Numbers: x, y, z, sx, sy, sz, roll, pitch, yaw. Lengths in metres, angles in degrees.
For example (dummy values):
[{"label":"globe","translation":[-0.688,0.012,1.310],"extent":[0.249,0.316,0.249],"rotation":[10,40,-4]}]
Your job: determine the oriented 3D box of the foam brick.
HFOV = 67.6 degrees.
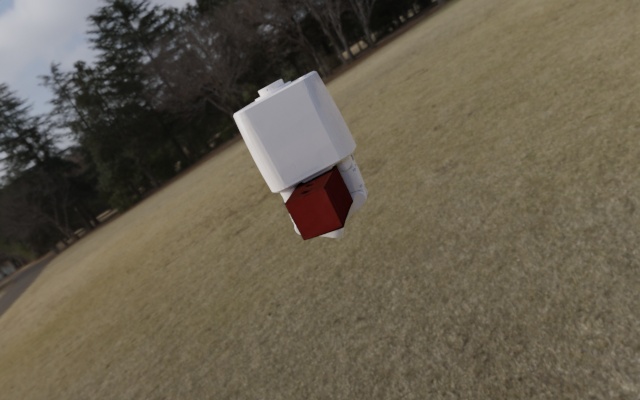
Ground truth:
[{"label":"foam brick","translation":[0.000,0.002,0.558],"extent":[0.053,0.051,0.078],"rotation":[-21,17,19]}]
